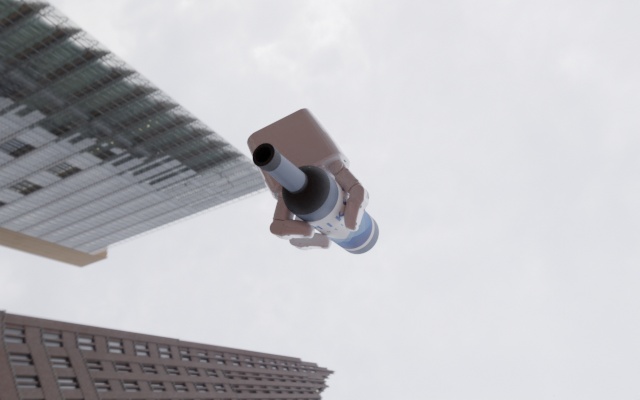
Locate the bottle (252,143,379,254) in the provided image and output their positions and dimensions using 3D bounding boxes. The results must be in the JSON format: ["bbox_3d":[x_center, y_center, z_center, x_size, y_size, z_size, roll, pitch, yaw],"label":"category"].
[{"bbox_3d":[0.000,0.002,0.626,0.069,0.069,0.296,0,-20,26],"label":"bottle"}]
